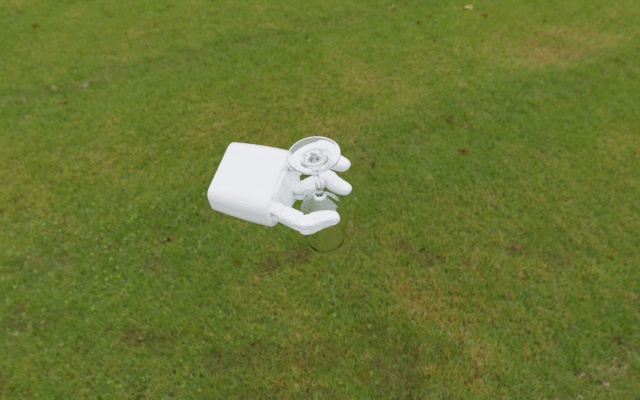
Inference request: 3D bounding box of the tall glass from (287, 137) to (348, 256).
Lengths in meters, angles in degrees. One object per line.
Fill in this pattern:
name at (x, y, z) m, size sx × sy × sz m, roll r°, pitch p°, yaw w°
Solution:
tall glass at (0.000, 0.002, 0.728) m, size 0.079 × 0.079 × 0.201 m, roll 0°, pitch -41°, yaw 8°
